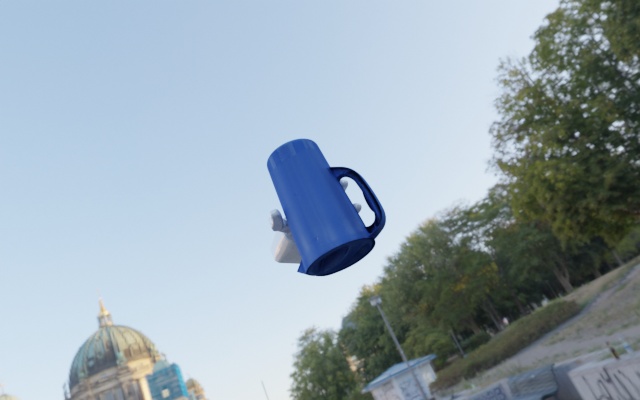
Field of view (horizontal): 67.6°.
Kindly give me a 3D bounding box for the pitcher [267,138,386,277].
[{"bbox_3d":[0.000,0.003,0.873,0.149,0.242,0.145,-13,-27,-26],"label":"pitcher"}]
